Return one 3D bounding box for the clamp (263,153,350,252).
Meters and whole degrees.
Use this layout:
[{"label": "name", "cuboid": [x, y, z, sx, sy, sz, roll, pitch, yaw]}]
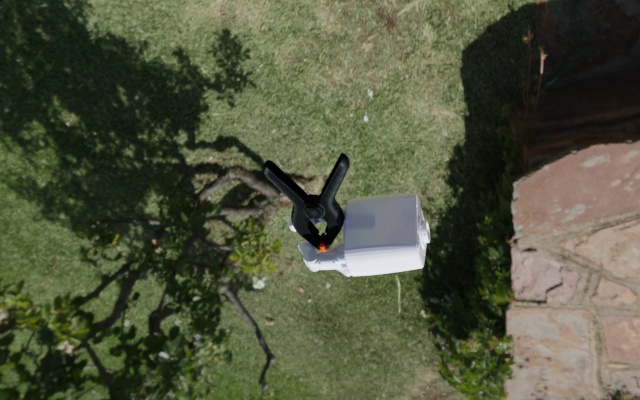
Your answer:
[{"label": "clamp", "cuboid": [0.000, 0.003, 0.694, 0.120, 0.172, 0.039, -8, 39, 20]}]
